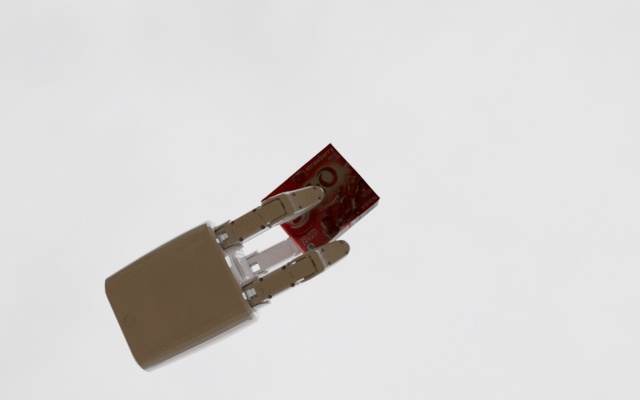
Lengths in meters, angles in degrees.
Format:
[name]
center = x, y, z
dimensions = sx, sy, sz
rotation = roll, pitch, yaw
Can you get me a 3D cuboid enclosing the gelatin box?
[gelatin box]
center = 0.000, 0.001, 0.454
dimensions = 0.089, 0.073, 0.030
rotation = -40, -11, -7
